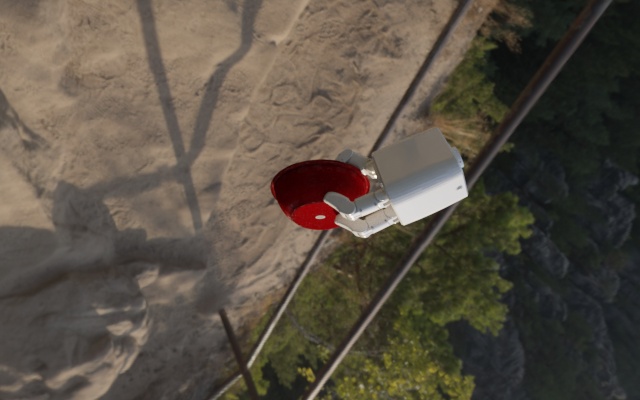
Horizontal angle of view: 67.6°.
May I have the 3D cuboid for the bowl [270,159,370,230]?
[{"bbox_3d":[-0.001,0.003,0.760,0.162,0.055,0.162,-1,-30,0],"label":"bowl"}]
